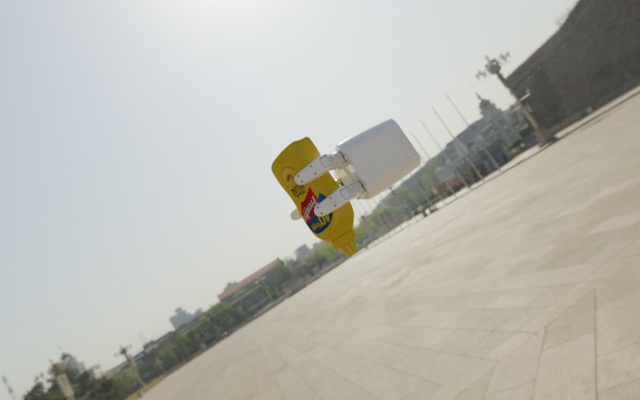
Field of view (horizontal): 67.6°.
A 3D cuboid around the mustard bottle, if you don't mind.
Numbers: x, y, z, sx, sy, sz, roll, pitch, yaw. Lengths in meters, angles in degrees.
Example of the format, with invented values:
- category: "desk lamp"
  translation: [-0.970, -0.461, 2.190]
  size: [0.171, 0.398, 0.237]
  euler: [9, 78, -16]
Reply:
- category: "mustard bottle"
  translation: [0.000, 0.002, 0.745]
  size: [0.058, 0.191, 0.096]
  euler: [-27, -9, -40]
